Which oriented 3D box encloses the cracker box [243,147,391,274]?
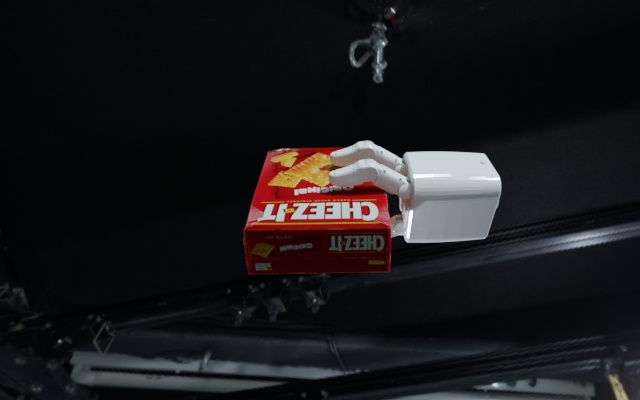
[{"bbox_3d":[0.000,0.002,0.615,0.164,0.072,0.213,-2,29,3],"label":"cracker box"}]
